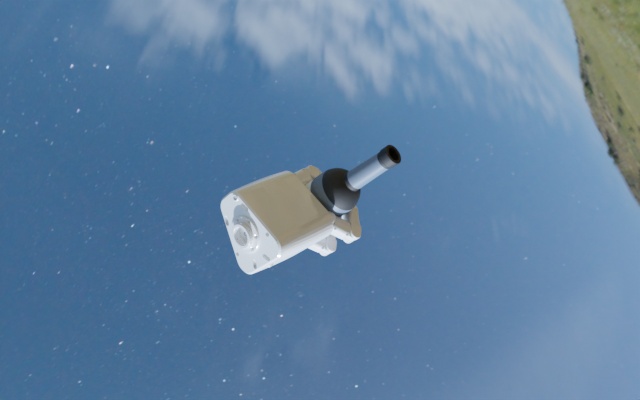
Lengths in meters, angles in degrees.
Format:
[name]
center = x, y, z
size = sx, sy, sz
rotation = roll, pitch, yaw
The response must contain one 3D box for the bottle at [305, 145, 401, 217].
[bottle]
center = 0.000, 0.002, 0.697
size = 0.069, 0.069, 0.296
rotation = 0, -24, -43
